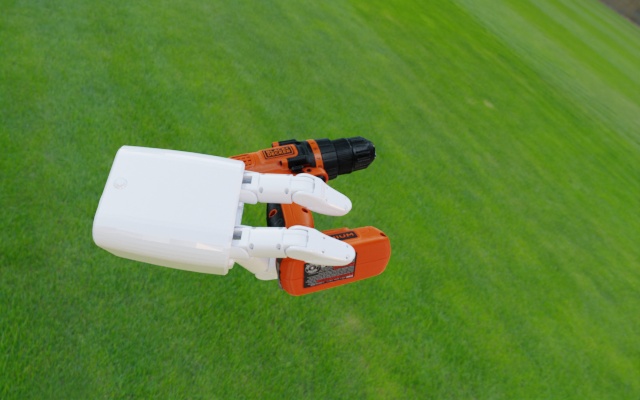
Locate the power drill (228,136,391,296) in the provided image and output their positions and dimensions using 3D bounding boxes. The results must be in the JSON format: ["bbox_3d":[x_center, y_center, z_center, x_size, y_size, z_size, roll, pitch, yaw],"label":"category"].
[{"bbox_3d":[0.000,0.002,0.499,0.184,0.057,0.187,-13,42,-14],"label":"power drill"}]
